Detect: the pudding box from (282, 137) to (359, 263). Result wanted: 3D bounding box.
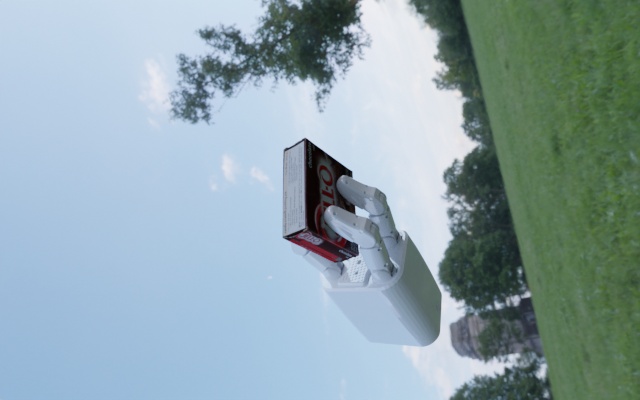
[{"bbox_3d":[0.000,0.002,0.521,0.039,0.113,0.090,-24,-35,30],"label":"pudding box"}]
